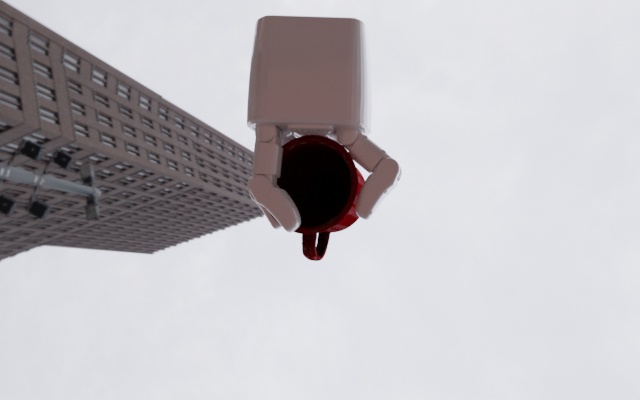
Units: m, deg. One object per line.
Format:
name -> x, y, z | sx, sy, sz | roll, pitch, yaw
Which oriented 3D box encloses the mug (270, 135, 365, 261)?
mug -> 0.000, 0.003, 0.476 | 0.093, 0.117, 0.081 | 0, -7, 17
